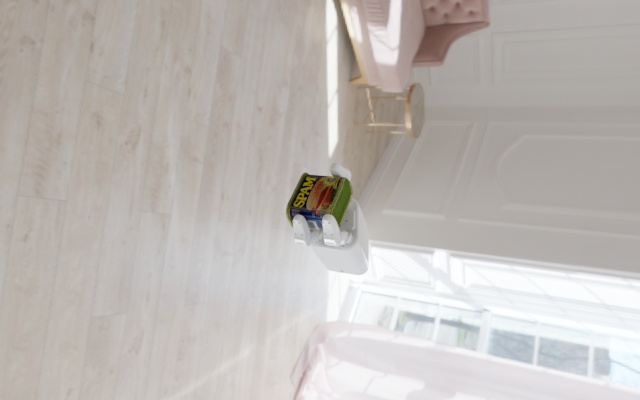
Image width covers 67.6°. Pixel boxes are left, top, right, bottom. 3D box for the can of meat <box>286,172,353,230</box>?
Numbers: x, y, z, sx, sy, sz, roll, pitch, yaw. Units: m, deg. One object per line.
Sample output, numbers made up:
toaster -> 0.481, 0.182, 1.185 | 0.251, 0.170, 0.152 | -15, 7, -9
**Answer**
can of meat -> 0.000, 0.003, 0.827 | 0.084, 0.102, 0.057 | 6, -38, 25
